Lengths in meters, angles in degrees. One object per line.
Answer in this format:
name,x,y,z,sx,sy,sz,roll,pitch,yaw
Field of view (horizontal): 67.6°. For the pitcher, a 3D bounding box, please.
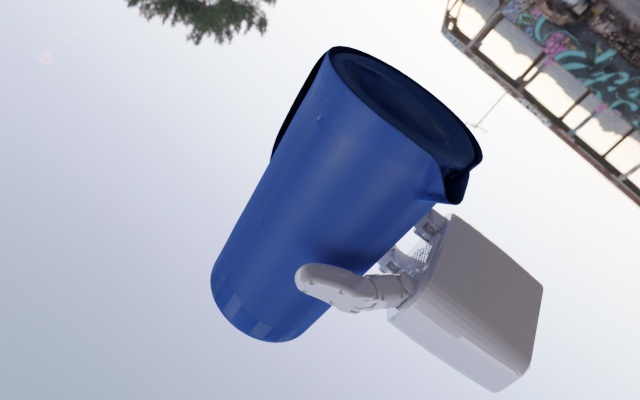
pitcher,0.000,0.001,0.402,0.145,0.243,0.149,35,30,-3
